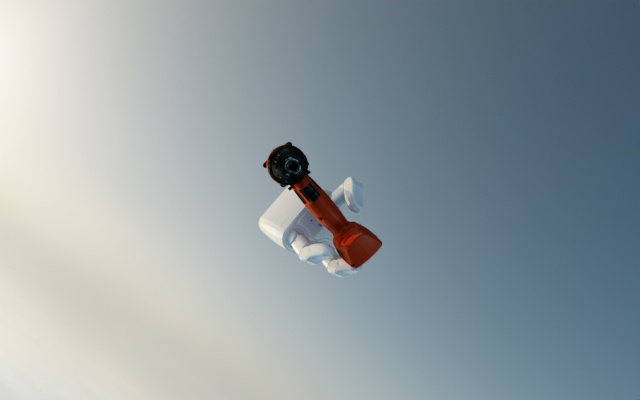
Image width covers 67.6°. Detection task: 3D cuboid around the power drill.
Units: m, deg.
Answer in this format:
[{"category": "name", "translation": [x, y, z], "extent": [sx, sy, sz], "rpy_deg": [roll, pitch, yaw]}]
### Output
[{"category": "power drill", "translation": [0.000, 0.002, 0.637], "extent": [0.057, 0.188, 0.184], "rpy_deg": [-40, 10, -1]}]
